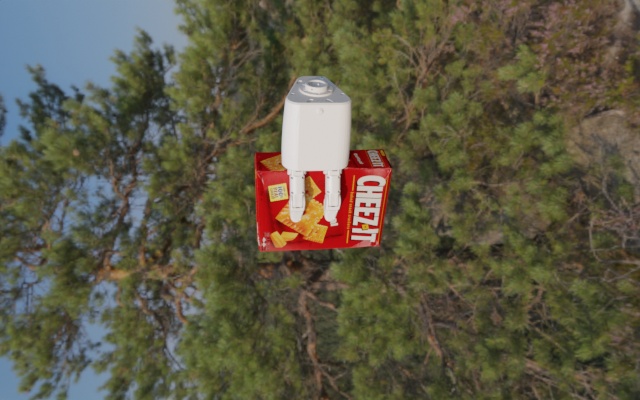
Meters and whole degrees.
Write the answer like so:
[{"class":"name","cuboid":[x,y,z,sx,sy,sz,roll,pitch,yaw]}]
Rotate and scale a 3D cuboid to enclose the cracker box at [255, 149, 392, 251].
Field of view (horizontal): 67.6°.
[{"class":"cracker box","cuboid":[0.000,0.003,0.796,0.214,0.164,0.072,-2,35,-8]}]
